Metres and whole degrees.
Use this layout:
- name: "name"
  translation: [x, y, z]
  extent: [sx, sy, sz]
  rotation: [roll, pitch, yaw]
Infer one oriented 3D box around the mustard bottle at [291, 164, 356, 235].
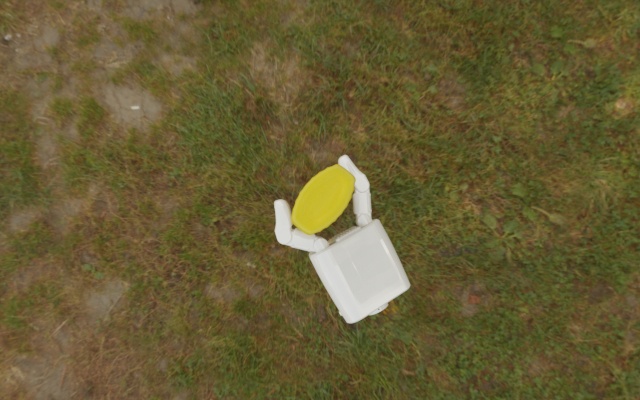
- name: "mustard bottle"
  translation: [0.000, 0.002, 0.683]
  extent: [0.058, 0.096, 0.191]
  rotation: [38, -3, -1]
